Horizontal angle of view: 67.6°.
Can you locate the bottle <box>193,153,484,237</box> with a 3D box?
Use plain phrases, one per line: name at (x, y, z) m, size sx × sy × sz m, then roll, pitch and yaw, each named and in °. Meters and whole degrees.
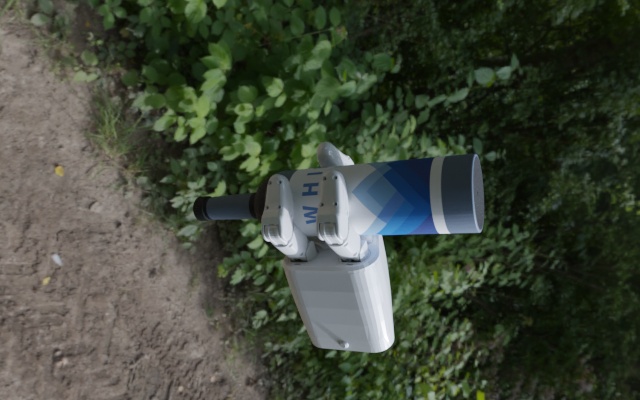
bottle at (0.000, 0.001, 0.463) m, size 0.296 × 0.069 × 0.069 m, roll -3°, pitch -2°, yaw 26°
